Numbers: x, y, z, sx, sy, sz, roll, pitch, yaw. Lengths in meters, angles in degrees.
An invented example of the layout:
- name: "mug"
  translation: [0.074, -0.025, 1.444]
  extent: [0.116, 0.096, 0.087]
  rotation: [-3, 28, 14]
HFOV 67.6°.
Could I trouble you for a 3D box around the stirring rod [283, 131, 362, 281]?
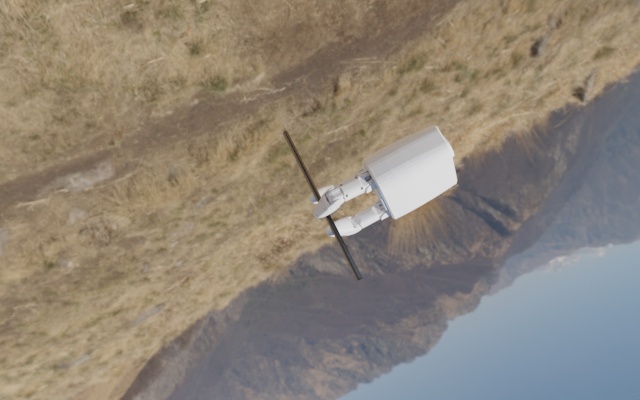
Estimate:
- name: "stirring rod"
  translation: [0.000, 0.002, 0.670]
  extent: [0.011, 0.239, 0.011]
  rotation: [-25, -17, -8]
